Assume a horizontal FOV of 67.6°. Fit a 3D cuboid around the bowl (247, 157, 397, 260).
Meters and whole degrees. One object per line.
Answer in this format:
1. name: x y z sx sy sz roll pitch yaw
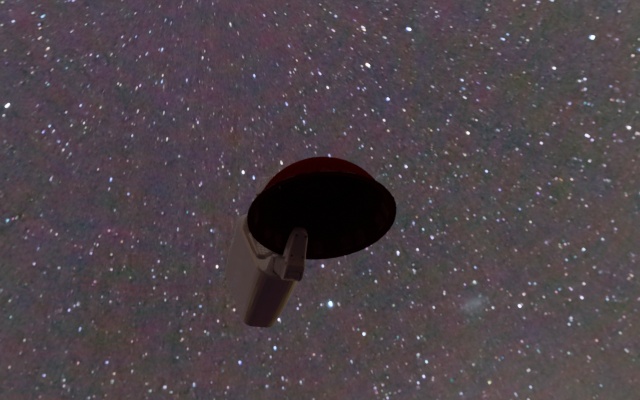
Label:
1. bowl: 0.001 0.001 0.532 0.162 0.055 0.162 -3 -38 -3
